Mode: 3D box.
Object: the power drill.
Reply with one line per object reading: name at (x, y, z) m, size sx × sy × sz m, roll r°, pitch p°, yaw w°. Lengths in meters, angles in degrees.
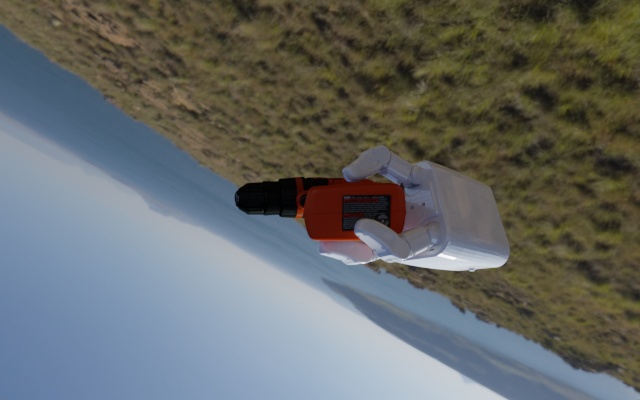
power drill at (0.000, 0.002, 0.542) m, size 0.184 × 0.057 × 0.187 m, roll -3°, pitch 8°, yaw -13°
